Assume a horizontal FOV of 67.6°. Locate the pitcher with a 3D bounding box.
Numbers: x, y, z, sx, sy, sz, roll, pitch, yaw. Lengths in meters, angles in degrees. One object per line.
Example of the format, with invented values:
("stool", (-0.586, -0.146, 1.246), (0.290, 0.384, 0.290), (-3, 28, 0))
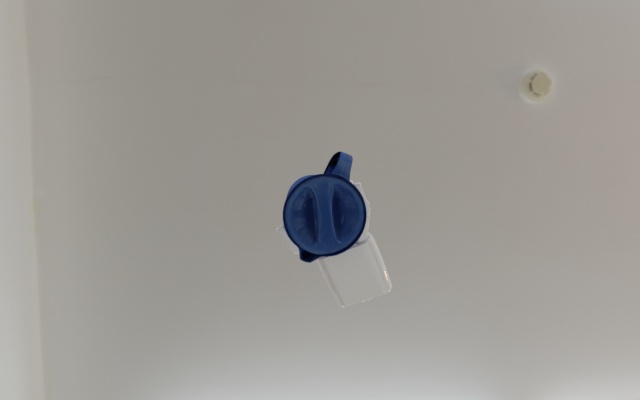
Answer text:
("pitcher", (0.000, 0.003, 0.861), (0.149, 0.145, 0.243), (-25, 8, -3))
